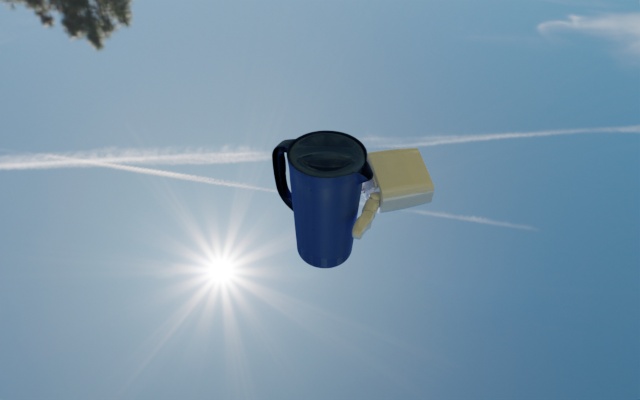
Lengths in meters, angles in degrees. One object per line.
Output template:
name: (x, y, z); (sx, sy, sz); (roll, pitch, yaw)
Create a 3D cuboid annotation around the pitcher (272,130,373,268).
pitcher: (0.000, 0.003, 0.861); (0.145, 0.243, 0.149); (-11, 43, -13)
